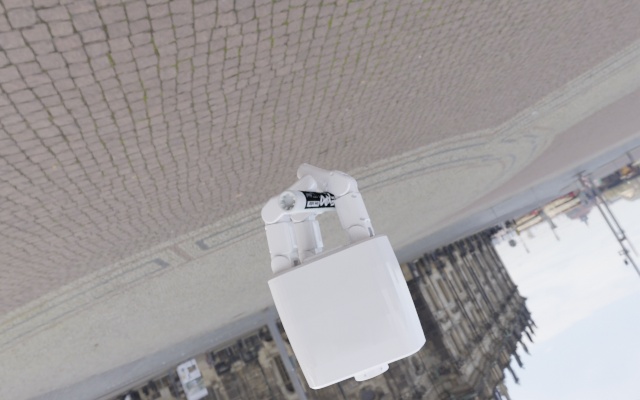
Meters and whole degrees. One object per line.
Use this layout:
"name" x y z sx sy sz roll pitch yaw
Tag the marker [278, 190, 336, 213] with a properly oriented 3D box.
"marker" 0.000 0.001 0.437 0.020 0.020 0.121 0 -1 26
